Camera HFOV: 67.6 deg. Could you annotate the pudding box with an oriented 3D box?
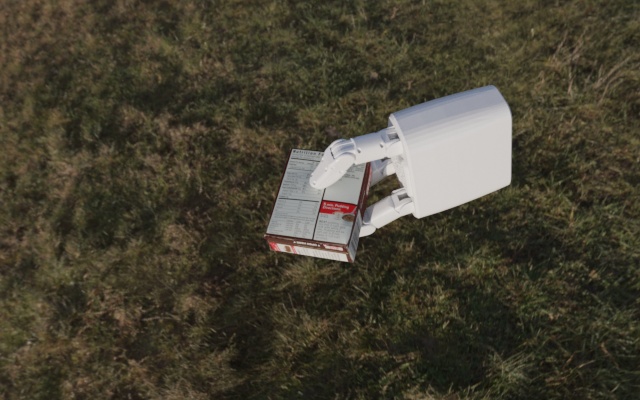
[{"bbox_3d":[0.000,0.002,0.499,0.090,0.113,0.039,7,-30,15],"label":"pudding box"}]
